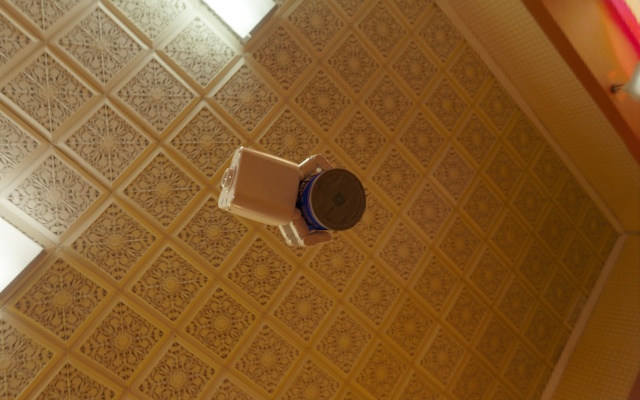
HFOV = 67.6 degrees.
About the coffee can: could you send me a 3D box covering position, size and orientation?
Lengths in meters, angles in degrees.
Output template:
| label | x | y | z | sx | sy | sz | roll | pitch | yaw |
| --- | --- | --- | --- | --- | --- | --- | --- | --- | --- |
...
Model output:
| label | x | y | z | sx | sy | sz | roll | pitch | yaw |
| --- | --- | --- | --- | --- | --- | --- | --- | --- | --- |
| coffee can | 0.000 | 0.003 | 0.835 | 0.103 | 0.103 | 0.140 | 0 | -4 | -26 |
